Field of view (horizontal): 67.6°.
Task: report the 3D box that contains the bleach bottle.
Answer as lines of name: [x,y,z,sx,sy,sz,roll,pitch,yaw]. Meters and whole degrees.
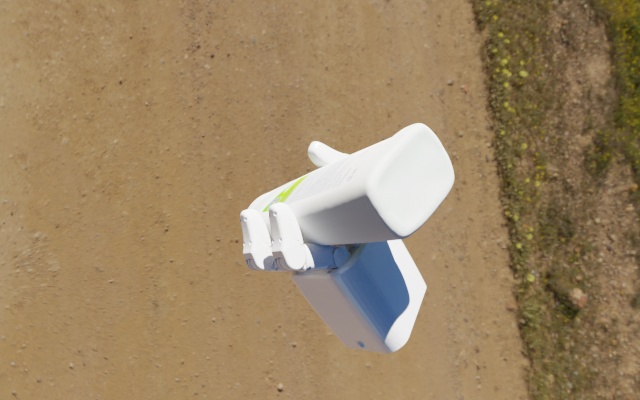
bleach bottle: [0.000,0.002,0.470,0.102,0.068,0.251,-44,18,-33]
